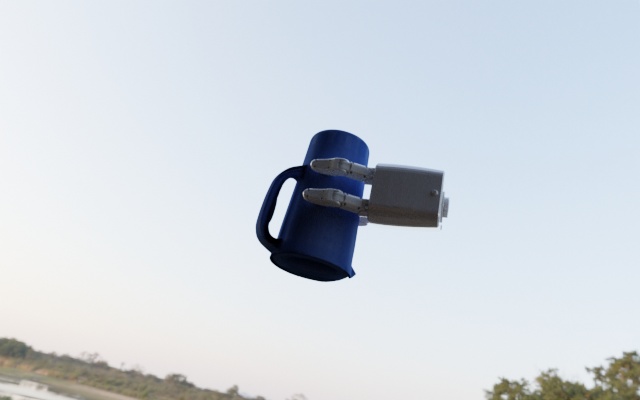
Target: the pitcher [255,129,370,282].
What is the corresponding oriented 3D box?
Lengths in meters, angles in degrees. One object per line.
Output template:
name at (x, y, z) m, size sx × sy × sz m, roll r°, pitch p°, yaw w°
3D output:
pitcher at (0.000, 0.003, 0.794) m, size 0.145 × 0.242 × 0.149 m, roll 6°, pitch -25°, yaw 18°
